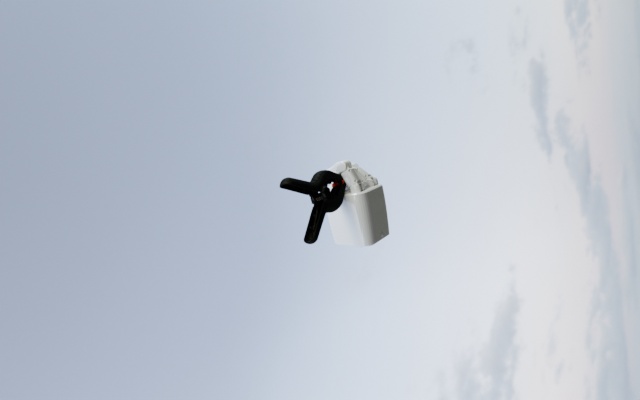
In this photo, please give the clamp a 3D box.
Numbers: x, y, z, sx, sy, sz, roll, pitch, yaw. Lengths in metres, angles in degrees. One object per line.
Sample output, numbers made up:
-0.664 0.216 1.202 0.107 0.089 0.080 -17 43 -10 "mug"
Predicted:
0.000 0.003 0.856 0.039 0.120 0.171 -7 9 39 "clamp"
